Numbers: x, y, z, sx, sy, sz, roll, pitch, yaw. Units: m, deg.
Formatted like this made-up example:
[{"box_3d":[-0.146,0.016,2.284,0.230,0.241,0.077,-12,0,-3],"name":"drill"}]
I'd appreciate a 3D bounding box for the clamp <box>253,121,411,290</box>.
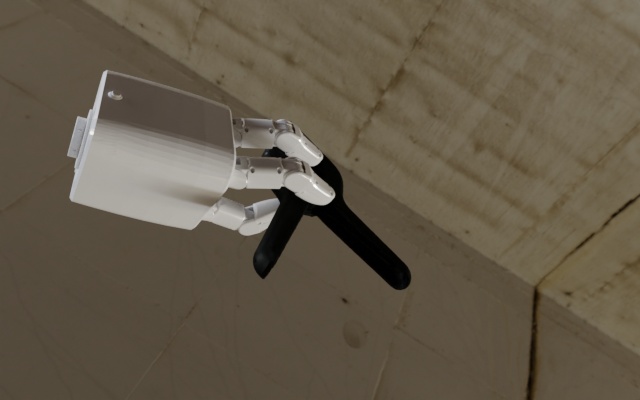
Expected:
[{"box_3d":[-0.001,0.002,0.471,0.164,0.209,0.036,18,-53,-30],"name":"clamp"}]
